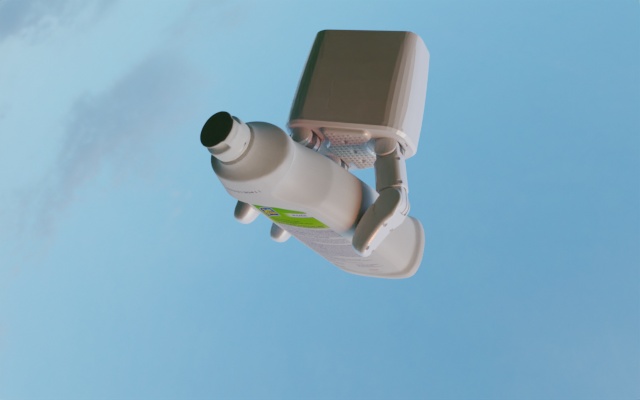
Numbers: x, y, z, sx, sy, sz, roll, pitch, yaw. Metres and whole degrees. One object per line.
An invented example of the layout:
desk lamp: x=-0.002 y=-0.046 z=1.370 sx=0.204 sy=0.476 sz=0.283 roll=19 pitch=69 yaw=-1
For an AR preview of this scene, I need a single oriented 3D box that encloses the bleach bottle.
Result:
bleach bottle: x=0.000 y=0.001 z=0.409 sx=0.102 sy=0.068 sz=0.251 roll=-1 pitch=-23 yaw=32
